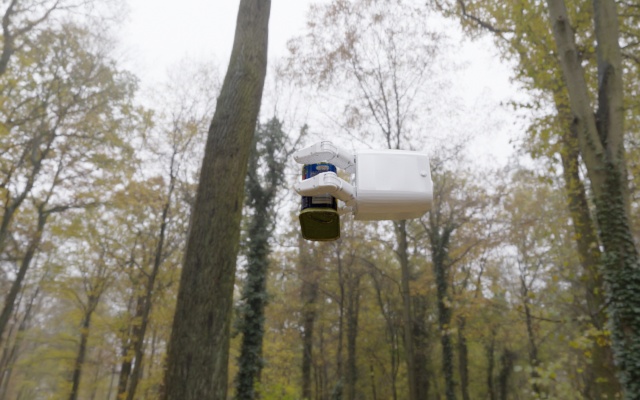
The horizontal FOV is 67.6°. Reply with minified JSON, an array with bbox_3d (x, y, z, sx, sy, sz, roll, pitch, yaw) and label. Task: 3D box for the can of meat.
[{"bbox_3d":[0.000,0.002,0.708,0.057,0.084,0.102,-1,-28,3],"label":"can of meat"}]
